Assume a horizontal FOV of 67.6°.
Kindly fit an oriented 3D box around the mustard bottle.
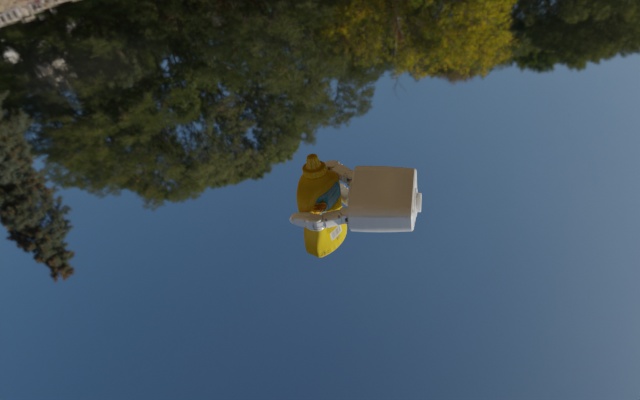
[{"bbox_3d":[0.000,0.003,0.848,0.058,0.192,0.096,19,45,34],"label":"mustard bottle"}]
